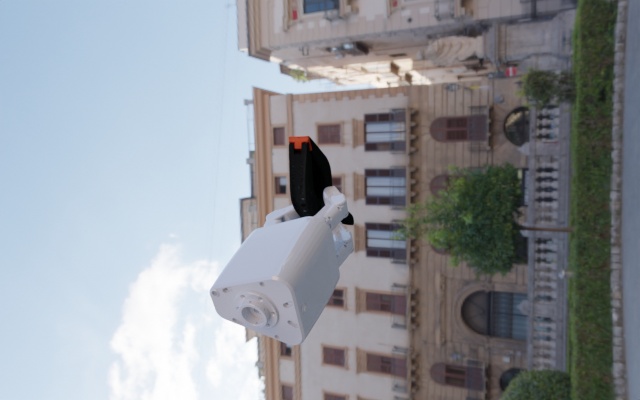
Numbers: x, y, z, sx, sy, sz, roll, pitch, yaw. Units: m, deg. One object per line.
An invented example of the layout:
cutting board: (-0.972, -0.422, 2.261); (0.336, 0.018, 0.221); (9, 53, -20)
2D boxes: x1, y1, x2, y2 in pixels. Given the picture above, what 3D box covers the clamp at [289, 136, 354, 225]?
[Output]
clamp: (-0.001, 0.002, 0.648); (0.036, 0.210, 0.164); (1, 31, 23)
